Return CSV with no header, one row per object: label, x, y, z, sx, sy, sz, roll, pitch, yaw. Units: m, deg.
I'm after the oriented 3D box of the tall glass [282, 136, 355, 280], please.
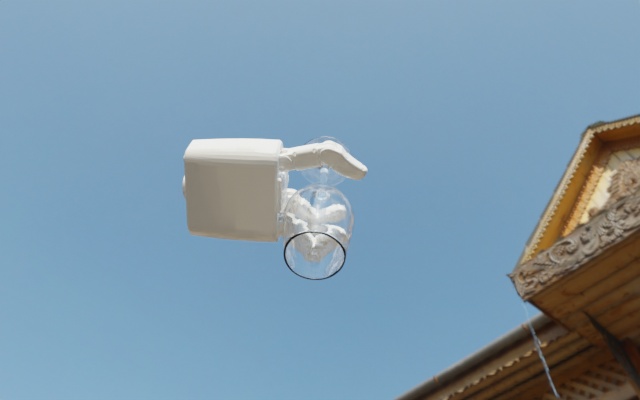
tall glass,0.000,0.001,0.550,0.079,0.079,0.201,0,32,4
